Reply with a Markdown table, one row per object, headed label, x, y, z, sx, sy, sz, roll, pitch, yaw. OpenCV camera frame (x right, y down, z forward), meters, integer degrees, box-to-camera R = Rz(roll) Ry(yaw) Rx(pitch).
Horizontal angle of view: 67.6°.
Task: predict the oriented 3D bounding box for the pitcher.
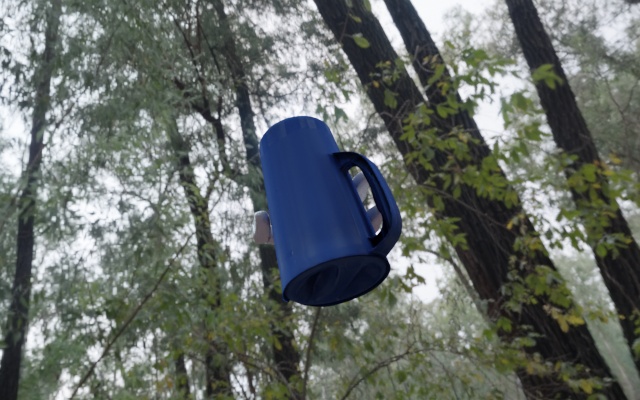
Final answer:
| label | x | y | z | sx | sy | sz | roll | pitch | yaw |
| --- | --- | --- | --- | --- | --- | --- | --- | --- | --- |
| pitcher | 0.000 | 0.002 | 0.623 | 0.149 | 0.242 | 0.145 | -11 | -33 | -9 |
